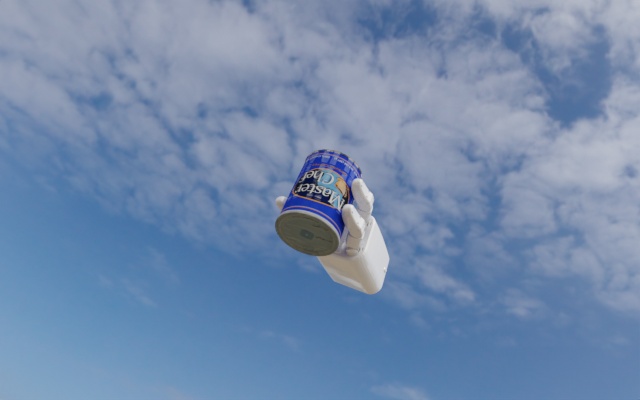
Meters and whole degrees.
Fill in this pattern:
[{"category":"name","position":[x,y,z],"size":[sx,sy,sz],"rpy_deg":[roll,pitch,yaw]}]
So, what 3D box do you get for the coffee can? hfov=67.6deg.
[{"category":"coffee can","position":[0.000,0.002,0.760],"size":[0.103,0.140,0.103],"rpy_deg":[14,-39,11]}]
